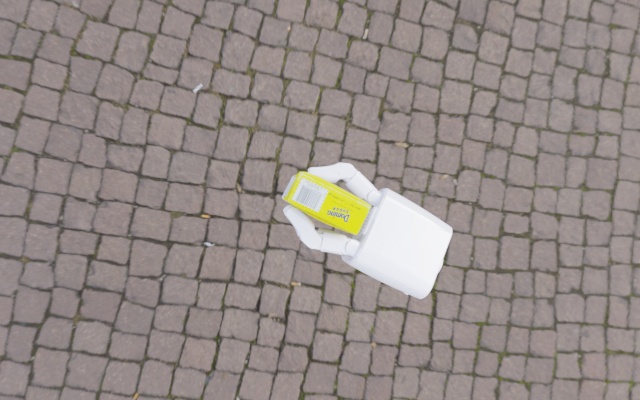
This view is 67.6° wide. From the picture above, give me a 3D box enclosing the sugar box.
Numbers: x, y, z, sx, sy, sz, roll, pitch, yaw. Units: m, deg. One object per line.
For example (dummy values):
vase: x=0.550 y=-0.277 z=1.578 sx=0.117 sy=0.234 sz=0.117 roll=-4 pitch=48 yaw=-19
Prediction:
sugar box: x=0.000 y=0.003 z=0.627 sx=0.093 sy=0.048 sz=0.176 roll=27 pitch=-4 yaw=-6
